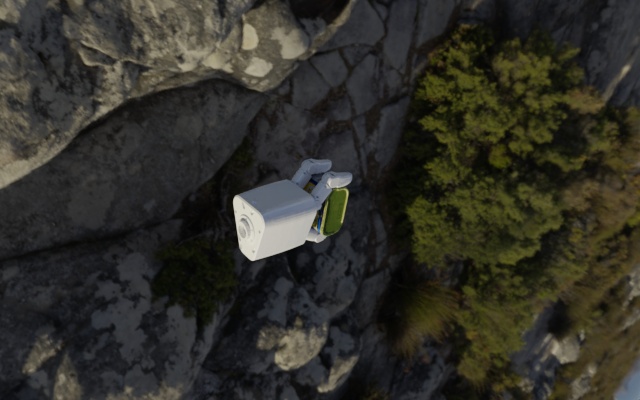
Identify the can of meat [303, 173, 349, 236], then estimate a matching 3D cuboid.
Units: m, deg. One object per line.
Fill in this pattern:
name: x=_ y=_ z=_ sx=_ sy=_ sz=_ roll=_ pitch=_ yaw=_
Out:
can of meat: x=0.000 y=0.003 z=0.869 sx=0.057 sy=0.102 sz=0.084 roll=-15 pitch=36 yaw=-38
